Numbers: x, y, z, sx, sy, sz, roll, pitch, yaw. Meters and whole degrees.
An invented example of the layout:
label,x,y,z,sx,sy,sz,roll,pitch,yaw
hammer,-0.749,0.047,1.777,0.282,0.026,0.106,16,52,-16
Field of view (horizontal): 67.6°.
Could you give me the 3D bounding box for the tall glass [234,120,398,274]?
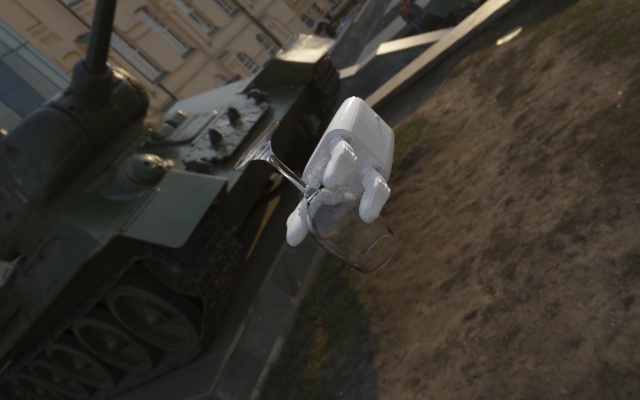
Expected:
label,x,y,z,sx,sy,sz,roll,pitch,yaw
tall glass,0.000,0.001,0.554,0.201,0.079,0.079,42,-14,-16
